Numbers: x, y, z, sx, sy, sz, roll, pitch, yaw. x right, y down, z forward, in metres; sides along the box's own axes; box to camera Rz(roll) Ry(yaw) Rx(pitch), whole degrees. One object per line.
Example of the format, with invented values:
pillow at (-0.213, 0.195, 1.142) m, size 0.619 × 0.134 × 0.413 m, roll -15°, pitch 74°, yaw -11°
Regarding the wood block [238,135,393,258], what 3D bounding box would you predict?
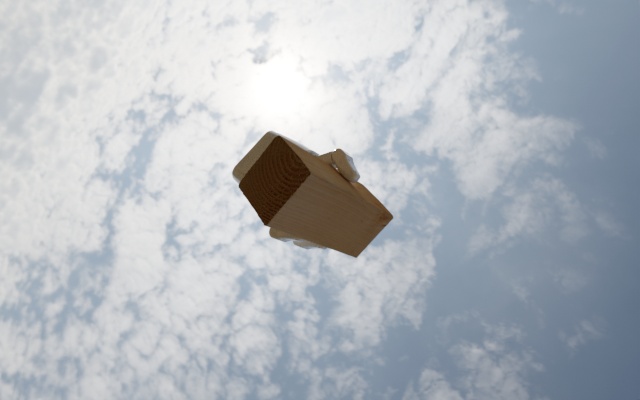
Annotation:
wood block at (0.000, 0.002, 0.672) m, size 0.206 × 0.091 × 0.090 m, roll 25°, pitch 20°, yaw -49°
